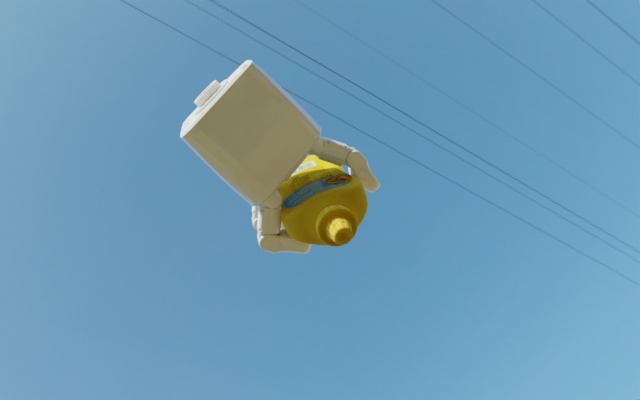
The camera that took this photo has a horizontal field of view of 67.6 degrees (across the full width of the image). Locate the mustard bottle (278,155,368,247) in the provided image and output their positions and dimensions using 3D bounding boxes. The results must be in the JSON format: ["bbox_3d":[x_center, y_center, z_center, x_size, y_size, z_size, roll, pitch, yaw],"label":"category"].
[{"bbox_3d":[0.000,0.002,0.532,0.096,0.058,0.191,-22,22,-5],"label":"mustard bottle"}]
